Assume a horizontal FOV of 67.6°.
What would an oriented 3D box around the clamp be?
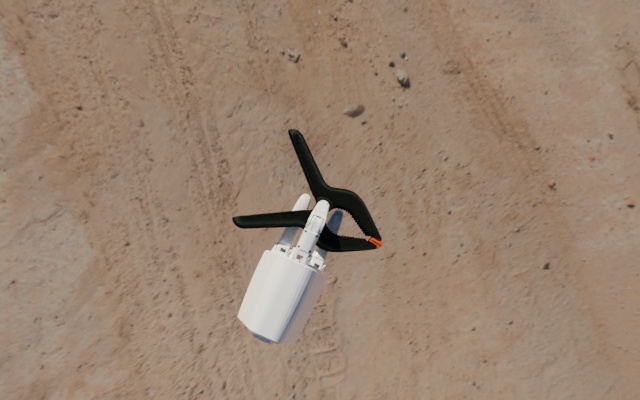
[{"bbox_3d":[0.001,0.003,0.691,0.210,0.164,0.036,25,-7,-1],"label":"clamp"}]
